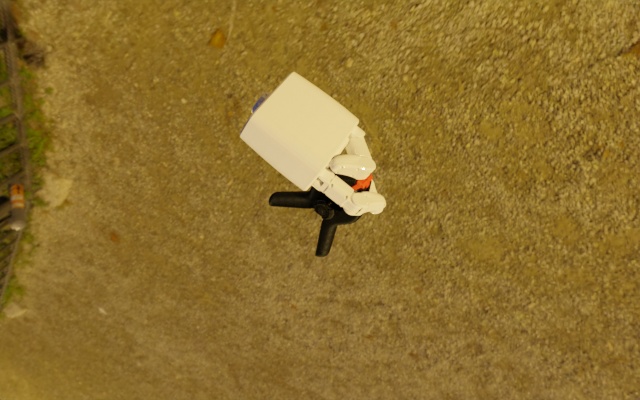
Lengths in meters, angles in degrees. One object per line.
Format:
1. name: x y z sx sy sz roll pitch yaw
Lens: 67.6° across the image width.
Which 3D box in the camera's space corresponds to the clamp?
1. clamp: 0.000 0.002 0.658 0.171 0.120 0.039 -48 6 43
